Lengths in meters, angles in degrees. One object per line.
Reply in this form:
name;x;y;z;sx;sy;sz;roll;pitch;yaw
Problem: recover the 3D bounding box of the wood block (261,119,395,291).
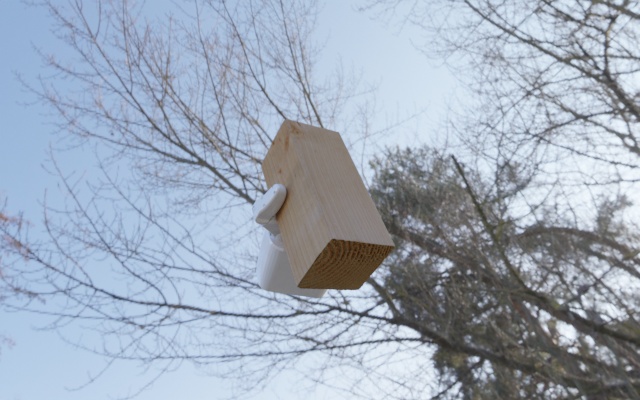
wood block;0.000;0.002;0.604;0.091;0.206;0.090;8;-48;-31
